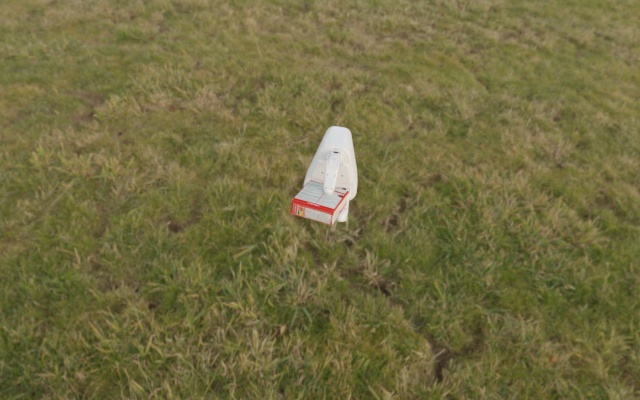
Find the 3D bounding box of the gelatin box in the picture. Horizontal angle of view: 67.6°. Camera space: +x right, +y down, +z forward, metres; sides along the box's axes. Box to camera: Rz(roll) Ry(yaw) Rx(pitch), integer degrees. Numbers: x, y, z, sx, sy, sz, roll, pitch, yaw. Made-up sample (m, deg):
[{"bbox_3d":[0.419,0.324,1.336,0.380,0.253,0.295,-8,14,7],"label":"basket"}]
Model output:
[{"bbox_3d":[0.000,0.002,0.796,0.073,0.030,0.089,16,28,13],"label":"gelatin box"}]
